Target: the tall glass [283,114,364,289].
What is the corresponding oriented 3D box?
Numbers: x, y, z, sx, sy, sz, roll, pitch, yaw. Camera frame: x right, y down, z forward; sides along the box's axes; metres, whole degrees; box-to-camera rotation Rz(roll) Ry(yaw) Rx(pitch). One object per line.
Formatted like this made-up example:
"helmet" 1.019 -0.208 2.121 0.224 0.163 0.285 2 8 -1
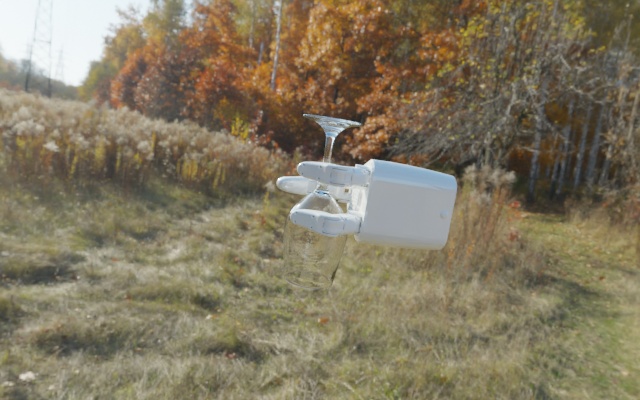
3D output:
"tall glass" 0.000 0.001 0.579 0.079 0.201 0.079 9 7 -1
